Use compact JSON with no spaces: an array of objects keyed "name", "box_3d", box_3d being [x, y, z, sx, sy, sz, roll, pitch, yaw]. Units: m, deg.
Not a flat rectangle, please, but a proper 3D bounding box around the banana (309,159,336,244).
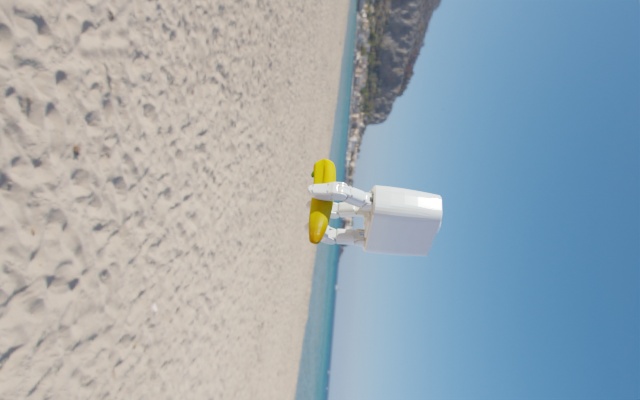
[{"name":"banana","box_3d":[0.003,-0.014,0.773,0.037,0.070,0.197,9,35,-4]}]
